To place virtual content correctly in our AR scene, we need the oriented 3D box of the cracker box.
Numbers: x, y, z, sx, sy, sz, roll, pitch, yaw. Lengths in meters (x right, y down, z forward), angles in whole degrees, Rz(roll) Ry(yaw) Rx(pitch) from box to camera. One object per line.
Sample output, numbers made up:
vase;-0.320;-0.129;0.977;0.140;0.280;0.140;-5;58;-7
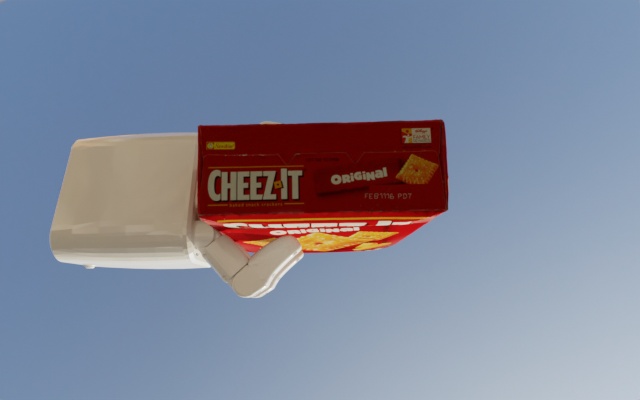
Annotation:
cracker box;0.000;0.001;0.409;0.164;0.072;0.214;-2;-11;-1
